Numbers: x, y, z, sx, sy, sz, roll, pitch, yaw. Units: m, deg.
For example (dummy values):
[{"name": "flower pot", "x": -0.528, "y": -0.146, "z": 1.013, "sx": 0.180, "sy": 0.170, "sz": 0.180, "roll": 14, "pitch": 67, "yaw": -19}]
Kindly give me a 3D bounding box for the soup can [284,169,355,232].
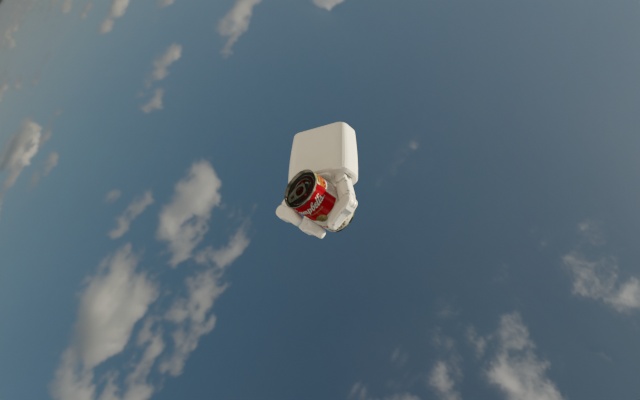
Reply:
[{"name": "soup can", "x": 0.000, "y": 0.003, "z": 0.781, "sx": 0.068, "sy": 0.068, "sz": 0.102, "roll": 0, "pitch": -25, "yaw": 46}]
